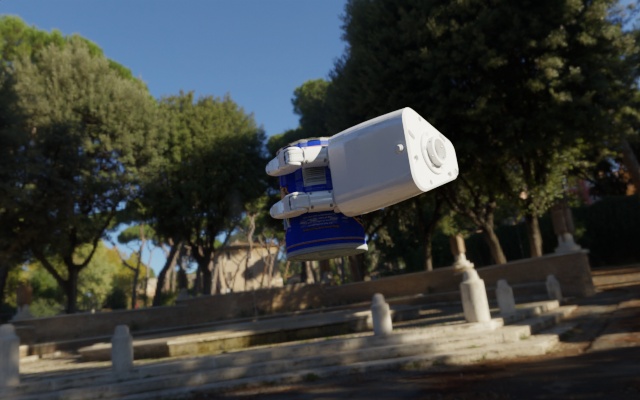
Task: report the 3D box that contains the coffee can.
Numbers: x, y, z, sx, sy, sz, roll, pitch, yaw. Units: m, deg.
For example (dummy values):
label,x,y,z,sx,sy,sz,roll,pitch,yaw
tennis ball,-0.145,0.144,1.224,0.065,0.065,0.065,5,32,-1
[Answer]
label,x,y,z,sx,sy,sz,roll,pitch,yaw
coffee can,0.000,0.002,0.616,0.103,0.140,0.103,-7,-13,-2
